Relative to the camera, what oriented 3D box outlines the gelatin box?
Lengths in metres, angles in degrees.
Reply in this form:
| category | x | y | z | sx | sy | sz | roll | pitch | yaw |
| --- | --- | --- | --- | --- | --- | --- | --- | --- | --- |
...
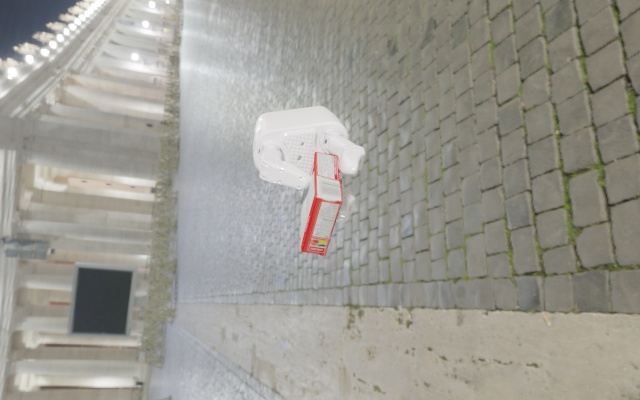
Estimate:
| category | x | y | z | sx | sy | sz | roll | pitch | yaw |
| --- | --- | --- | --- | --- | --- | --- | --- | --- | --- |
| gelatin box | 0.000 | 0.002 | 0.507 | 0.030 | 0.073 | 0.089 | 10 | 35 | -9 |
